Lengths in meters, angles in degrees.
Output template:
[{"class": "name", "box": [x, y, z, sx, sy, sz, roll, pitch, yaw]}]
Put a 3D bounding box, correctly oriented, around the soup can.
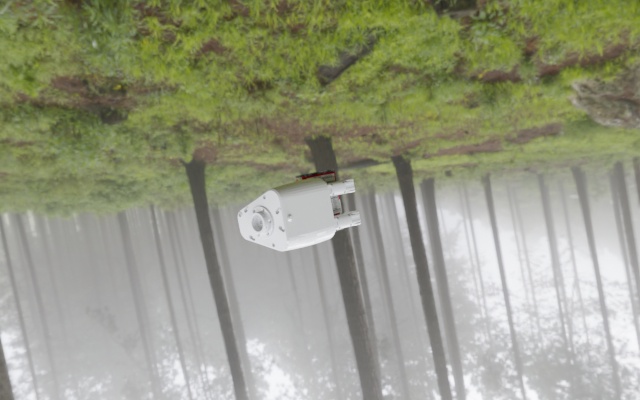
[{"class": "soup can", "box": [0.000, 0.003, 0.807, 0.068, 0.102, 0.068, -11, 2, 0]}]
